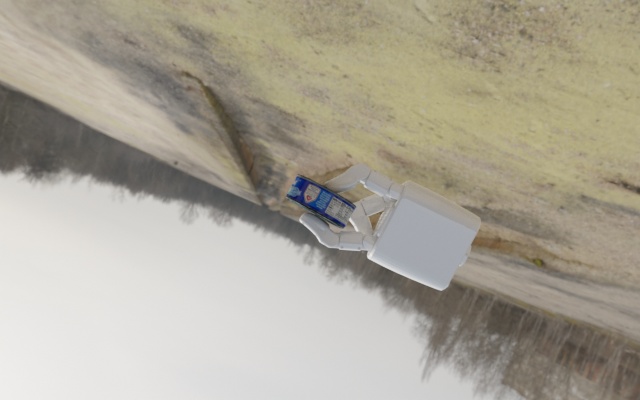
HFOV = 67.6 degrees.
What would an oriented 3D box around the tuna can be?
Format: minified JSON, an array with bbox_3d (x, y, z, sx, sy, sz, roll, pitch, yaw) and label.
[{"bbox_3d":[0.000,0.002,0.602,0.086,0.034,0.086,29,-4,2],"label":"tuna can"}]
